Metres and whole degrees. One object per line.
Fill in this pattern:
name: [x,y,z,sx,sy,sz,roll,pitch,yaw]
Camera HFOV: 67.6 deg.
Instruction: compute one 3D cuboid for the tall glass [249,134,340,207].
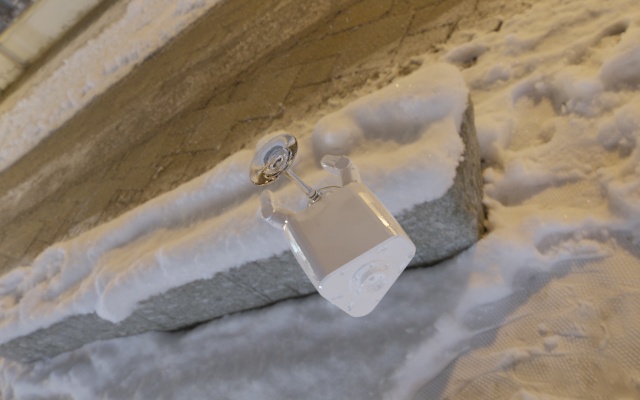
tall glass: [0.000,0.002,0.629,0.079,0.079,0.201,0,-31,42]
